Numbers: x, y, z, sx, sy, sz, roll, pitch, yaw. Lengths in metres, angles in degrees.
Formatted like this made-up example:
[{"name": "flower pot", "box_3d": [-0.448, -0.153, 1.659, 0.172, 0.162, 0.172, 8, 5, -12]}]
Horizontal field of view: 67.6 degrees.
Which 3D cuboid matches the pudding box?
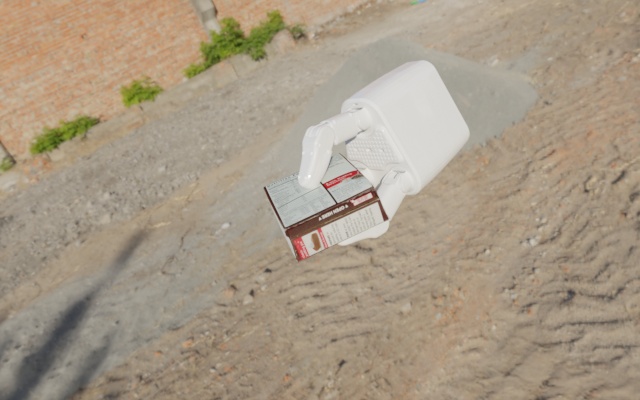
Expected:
[{"name": "pudding box", "box_3d": [0.000, 0.001, 0.453, 0.090, 0.039, 0.113, -25, 24, -5]}]
